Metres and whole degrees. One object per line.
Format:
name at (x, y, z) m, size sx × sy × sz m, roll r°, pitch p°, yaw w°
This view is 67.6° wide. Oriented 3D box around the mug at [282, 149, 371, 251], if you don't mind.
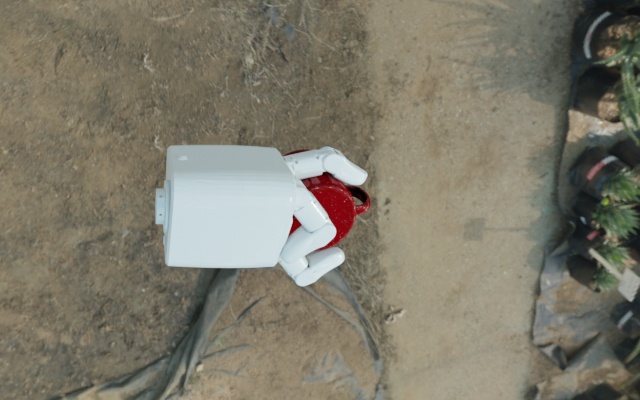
mug at (0.001, 0.002, 0.531) m, size 0.117 × 0.093 × 0.081 m, roll 0°, pitch 28°, yaw -20°
